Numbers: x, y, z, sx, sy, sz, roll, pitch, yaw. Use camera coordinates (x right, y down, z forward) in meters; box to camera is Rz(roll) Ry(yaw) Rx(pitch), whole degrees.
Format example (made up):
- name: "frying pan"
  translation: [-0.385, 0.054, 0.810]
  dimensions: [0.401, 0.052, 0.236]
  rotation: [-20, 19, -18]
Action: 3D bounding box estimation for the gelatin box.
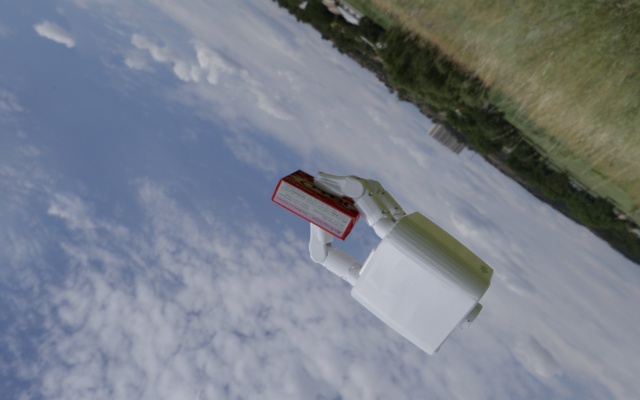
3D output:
- name: "gelatin box"
  translation: [0.000, 0.002, 0.516]
  dimensions: [0.089, 0.030, 0.073]
  rotation: [28, 16, 6]
